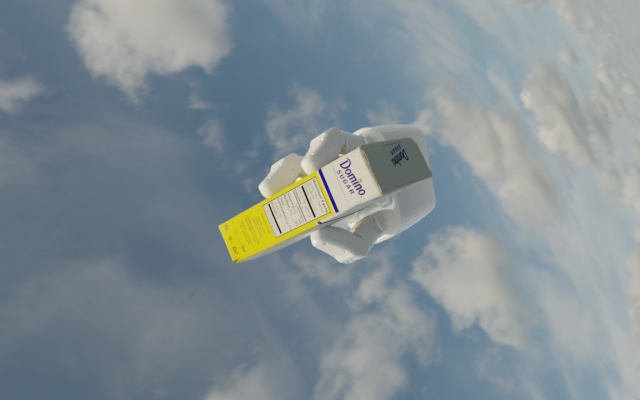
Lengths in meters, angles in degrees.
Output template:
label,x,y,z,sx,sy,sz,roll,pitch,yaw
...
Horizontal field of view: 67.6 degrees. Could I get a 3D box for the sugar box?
label,x,y,z,sx,sy,sz,roll,pitch,yaw
sugar box,0.000,0.001,0.424,0.176,0.048,0.093,-30,-7,36
